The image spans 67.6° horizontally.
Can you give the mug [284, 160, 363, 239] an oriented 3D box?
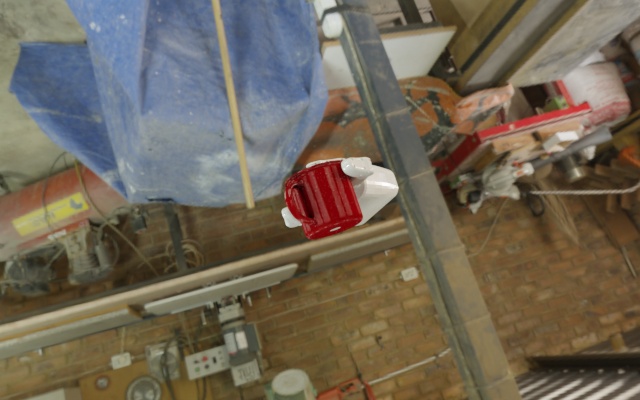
[{"bbox_3d":[-0.001,0.002,0.634,0.093,0.081,0.117,-29,-17,36],"label":"mug"}]
